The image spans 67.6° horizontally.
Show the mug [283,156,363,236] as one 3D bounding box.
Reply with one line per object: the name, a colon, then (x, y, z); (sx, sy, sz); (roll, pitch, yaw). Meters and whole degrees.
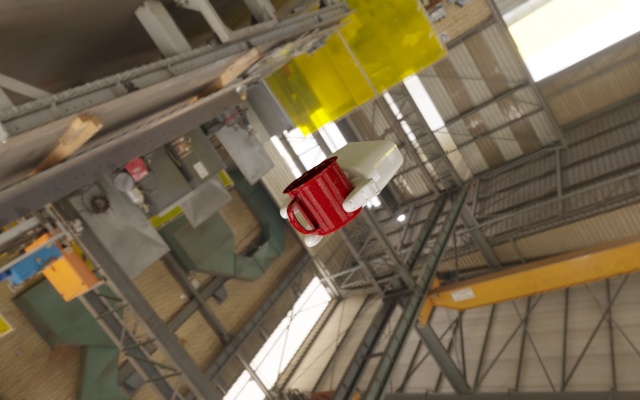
mug: (-0.001, 0.003, 0.670); (0.093, 0.081, 0.117); (-21, 17, 49)
